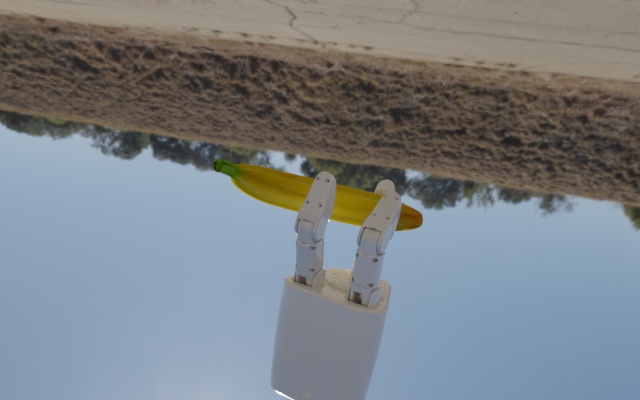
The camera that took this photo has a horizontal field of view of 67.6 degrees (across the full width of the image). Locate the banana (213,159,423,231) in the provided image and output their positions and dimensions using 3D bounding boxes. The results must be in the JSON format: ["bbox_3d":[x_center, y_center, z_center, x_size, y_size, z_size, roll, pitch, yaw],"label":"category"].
[{"bbox_3d":[-0.002,-0.001,0.463,0.198,0.037,0.069,13,6,2],"label":"banana"}]
